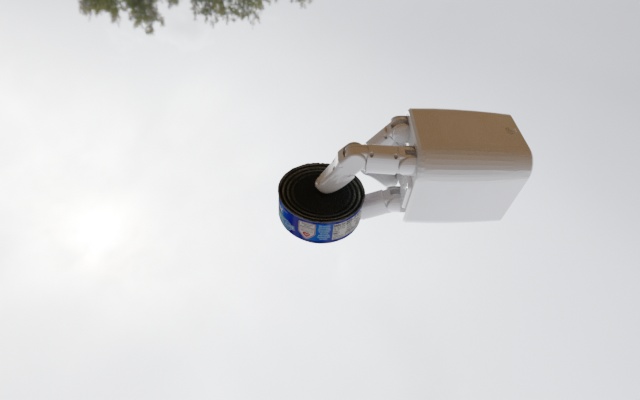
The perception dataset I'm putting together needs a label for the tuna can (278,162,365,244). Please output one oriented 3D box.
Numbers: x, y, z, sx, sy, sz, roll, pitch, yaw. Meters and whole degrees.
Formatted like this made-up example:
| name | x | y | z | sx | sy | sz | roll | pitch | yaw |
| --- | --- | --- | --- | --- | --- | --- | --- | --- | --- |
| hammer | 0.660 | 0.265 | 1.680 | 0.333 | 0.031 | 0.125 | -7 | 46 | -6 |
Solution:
| name | x | y | z | sx | sy | sz | roll | pitch | yaw |
| --- | --- | --- | --- | --- | --- | --- | --- | --- | --- |
| tuna can | 0.000 | 0.002 | 0.477 | 0.086 | 0.034 | 0.086 | 3 | 44 | -3 |
